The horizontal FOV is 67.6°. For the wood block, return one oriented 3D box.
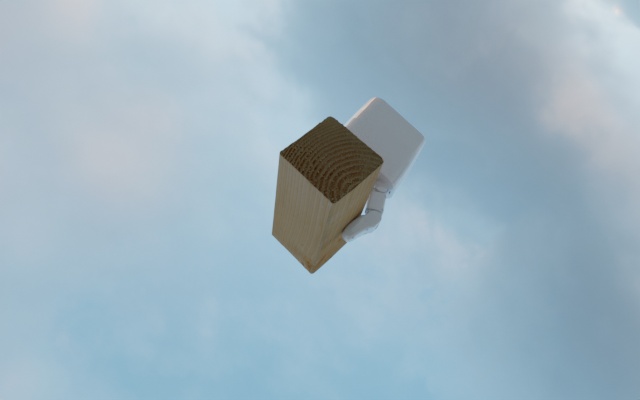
[{"bbox_3d":[0.001,0.002,0.630,0.090,0.091,0.206,-40,-18,-26],"label":"wood block"}]
